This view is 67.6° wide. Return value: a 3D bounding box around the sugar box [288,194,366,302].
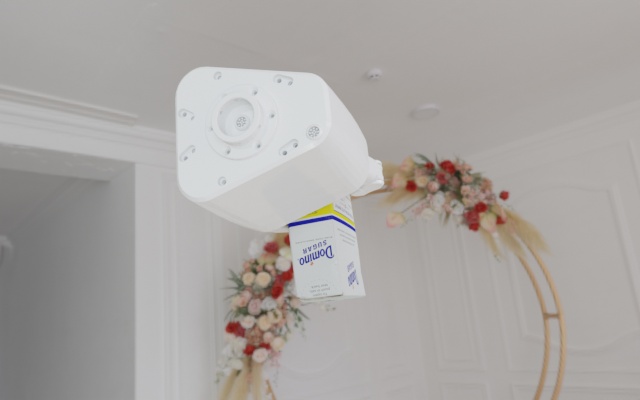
[{"bbox_3d":[-0.001,0.001,0.432,0.048,0.176,0.093,-9,-14,15],"label":"sugar box"}]
